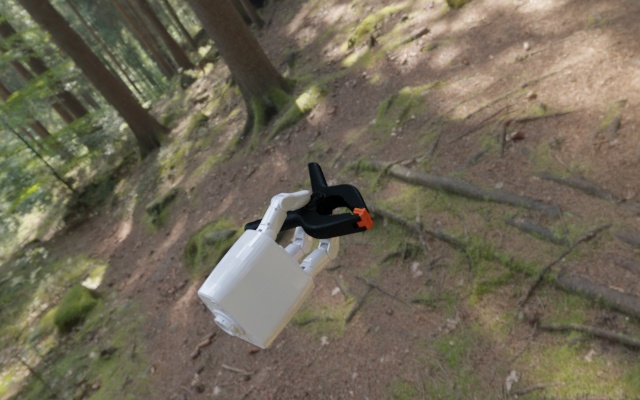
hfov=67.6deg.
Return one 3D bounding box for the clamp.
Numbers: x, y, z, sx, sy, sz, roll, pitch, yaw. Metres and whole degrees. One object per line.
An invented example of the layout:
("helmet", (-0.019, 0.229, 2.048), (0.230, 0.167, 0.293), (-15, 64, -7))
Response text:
("clamp", (0.000, 0.002, 0.687), (0.210, 0.036, 0.164), (5, 48, 46))
